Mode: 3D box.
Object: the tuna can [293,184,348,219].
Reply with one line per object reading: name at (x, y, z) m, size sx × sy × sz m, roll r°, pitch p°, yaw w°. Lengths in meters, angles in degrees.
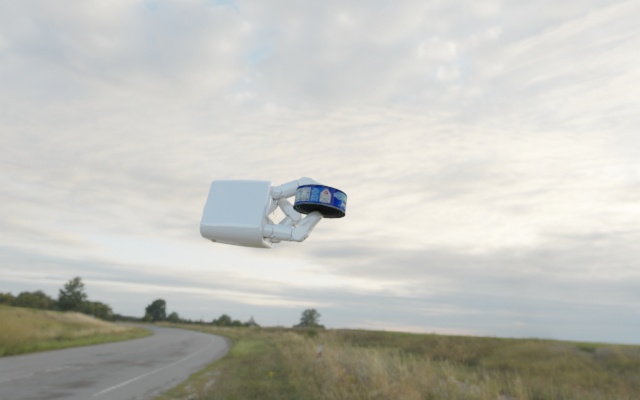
tuna can at (0.000, 0.002, 0.767) m, size 0.086 × 0.033 × 0.086 m, roll 8°, pitch -15°, yaw 2°
